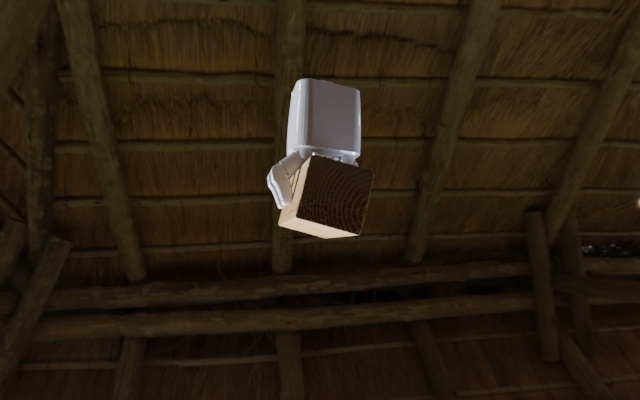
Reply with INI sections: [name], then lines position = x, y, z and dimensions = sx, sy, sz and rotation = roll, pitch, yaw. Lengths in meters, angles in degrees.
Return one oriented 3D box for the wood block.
[wood block]
position = 0.000, 0.002, 0.720
dimensions = 0.091, 0.090, 0.206
rotation = 15, -8, -9
